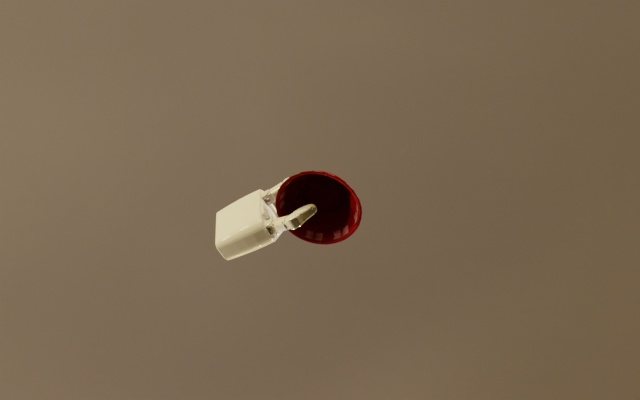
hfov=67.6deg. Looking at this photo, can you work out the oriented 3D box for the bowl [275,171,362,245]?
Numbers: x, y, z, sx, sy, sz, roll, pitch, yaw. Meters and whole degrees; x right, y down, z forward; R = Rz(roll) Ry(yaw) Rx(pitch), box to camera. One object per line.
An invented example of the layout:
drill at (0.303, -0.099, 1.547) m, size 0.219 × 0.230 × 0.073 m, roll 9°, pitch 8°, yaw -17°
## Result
bowl at (0.002, 0.003, 0.891) m, size 0.162 × 0.162 × 0.055 m, roll 0°, pitch 33°, yaw 13°
